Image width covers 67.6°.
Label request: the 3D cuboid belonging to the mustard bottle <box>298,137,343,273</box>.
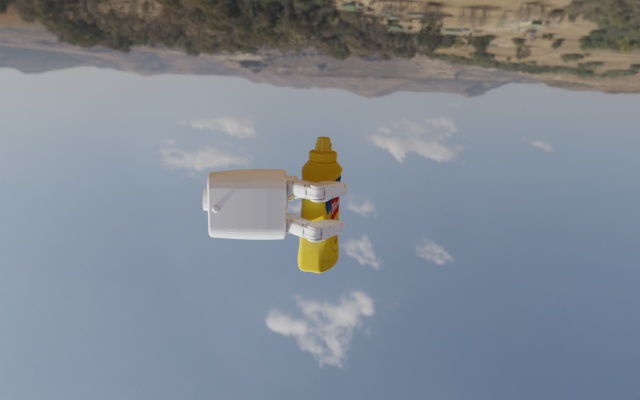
[{"bbox_3d":[0.000,0.003,0.703,0.058,0.192,0.096,7,16,16],"label":"mustard bottle"}]
